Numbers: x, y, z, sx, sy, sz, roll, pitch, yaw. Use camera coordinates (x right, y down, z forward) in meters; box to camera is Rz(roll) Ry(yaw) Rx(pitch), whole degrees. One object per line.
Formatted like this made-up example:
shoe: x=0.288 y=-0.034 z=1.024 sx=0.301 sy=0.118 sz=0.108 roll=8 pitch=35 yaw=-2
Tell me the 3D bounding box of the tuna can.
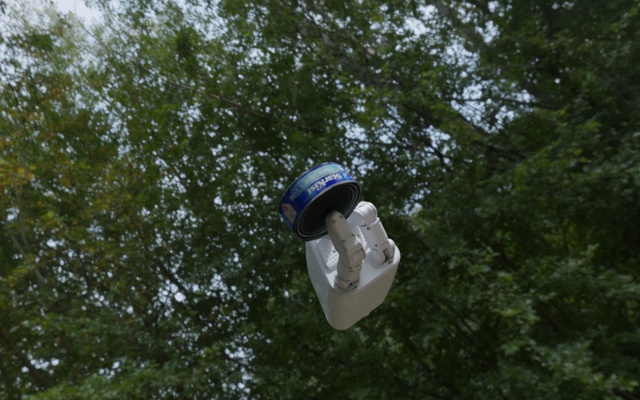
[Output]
tuna can: x=0.000 y=0.001 z=0.500 sx=0.086 sy=0.086 sz=0.033 roll=0 pitch=43 yaw=-51
